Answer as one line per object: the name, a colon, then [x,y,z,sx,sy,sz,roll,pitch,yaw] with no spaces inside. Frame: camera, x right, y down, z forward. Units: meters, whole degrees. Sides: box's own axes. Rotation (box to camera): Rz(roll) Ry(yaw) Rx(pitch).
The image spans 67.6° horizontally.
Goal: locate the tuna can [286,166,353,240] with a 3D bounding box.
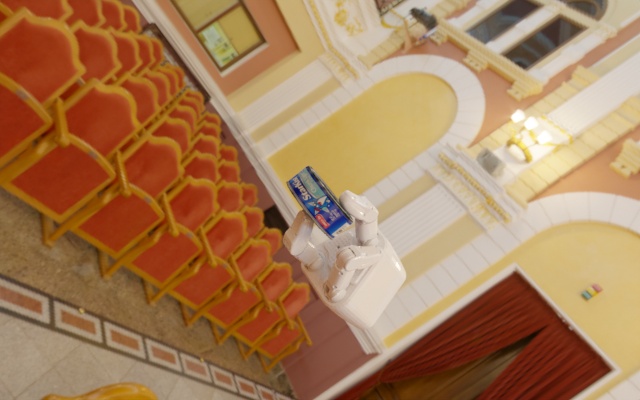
tuna can: [0.001,0.001,0.551,0.034,0.086,0.086,-38,-3,4]
